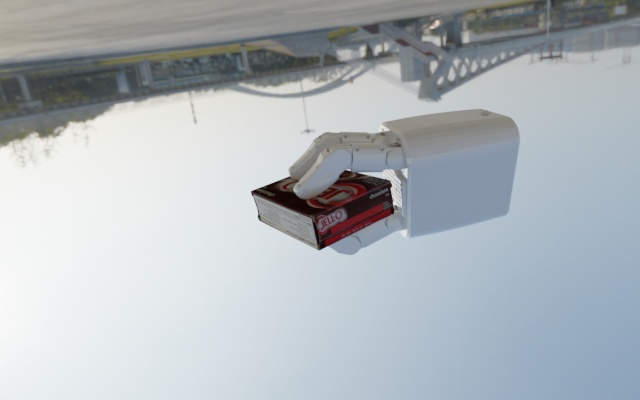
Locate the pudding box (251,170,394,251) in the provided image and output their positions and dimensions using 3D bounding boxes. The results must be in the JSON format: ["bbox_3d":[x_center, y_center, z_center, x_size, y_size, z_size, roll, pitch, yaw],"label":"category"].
[{"bbox_3d":[0.000,0.002,0.457,0.090,0.039,0.113,-23,22,-30],"label":"pudding box"}]
